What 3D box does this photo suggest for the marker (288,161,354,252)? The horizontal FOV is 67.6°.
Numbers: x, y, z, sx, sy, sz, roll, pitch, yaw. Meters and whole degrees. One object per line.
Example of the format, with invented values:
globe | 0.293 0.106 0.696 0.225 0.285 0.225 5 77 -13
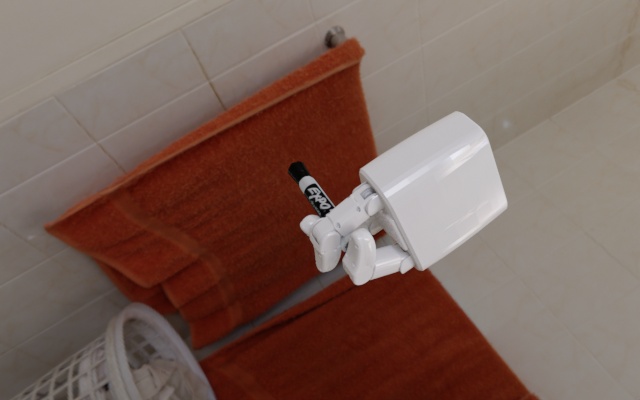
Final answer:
marker | 0.000 0.002 0.463 0.020 0.020 0.121 0 39 -37
